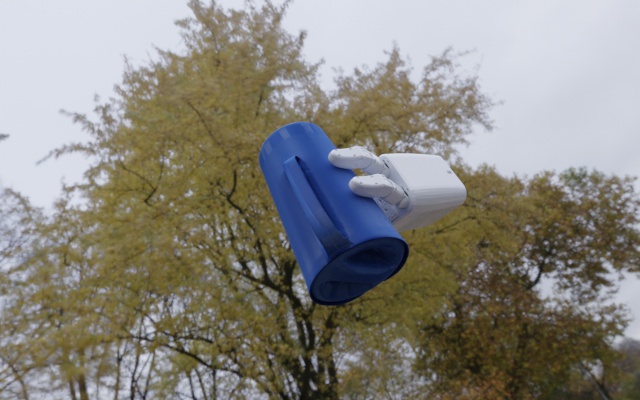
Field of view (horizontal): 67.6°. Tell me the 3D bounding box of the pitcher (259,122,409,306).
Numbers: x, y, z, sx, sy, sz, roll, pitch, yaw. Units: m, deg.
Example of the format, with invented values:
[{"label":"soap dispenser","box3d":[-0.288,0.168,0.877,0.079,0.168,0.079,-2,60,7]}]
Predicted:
[{"label":"pitcher","box3d":[0.000,0.002,0.632,0.145,0.242,0.149,-6,-42,-29]}]
